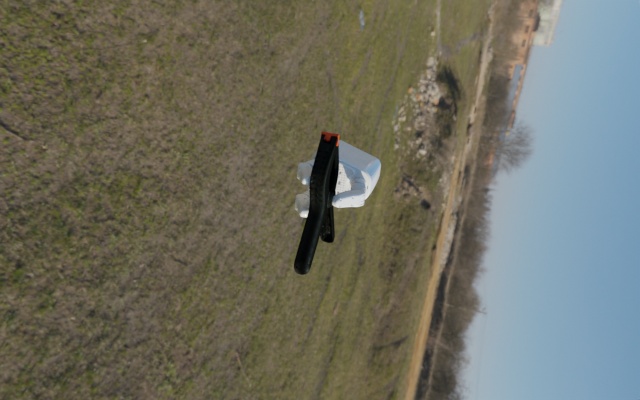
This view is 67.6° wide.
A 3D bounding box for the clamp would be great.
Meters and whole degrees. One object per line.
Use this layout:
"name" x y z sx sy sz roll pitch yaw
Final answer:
"clamp" 0.001 0.002 0.736 0.036 0.210 0.164 11 23 13
